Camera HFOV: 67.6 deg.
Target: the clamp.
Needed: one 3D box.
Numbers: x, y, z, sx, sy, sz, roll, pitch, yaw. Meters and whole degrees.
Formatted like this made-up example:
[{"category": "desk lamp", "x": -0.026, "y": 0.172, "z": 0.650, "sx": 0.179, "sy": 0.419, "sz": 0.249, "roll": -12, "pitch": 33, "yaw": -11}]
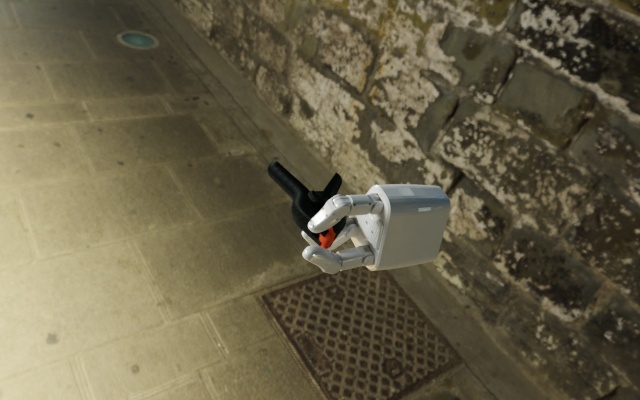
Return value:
[{"category": "clamp", "x": 0.000, "y": 0.002, "z": 0.689, "sx": 0.120, "sy": 0.039, "sz": 0.171, "roll": -2, "pitch": 42, "yaw": -26}]
